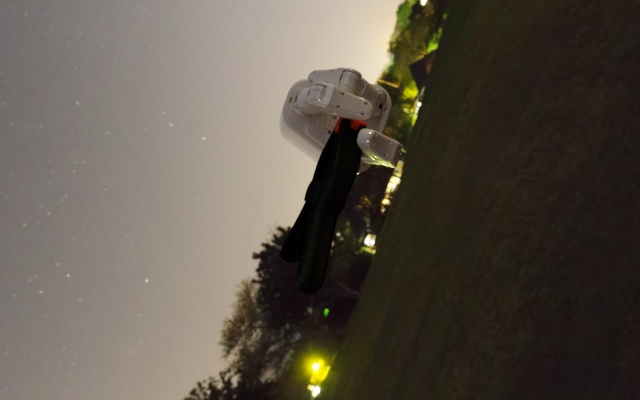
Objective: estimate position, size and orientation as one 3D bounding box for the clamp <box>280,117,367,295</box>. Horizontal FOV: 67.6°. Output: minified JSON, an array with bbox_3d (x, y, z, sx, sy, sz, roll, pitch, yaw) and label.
[{"bbox_3d":[0.000,0.001,0.477,0.039,0.171,0.120,23,-6,-21],"label":"clamp"}]
